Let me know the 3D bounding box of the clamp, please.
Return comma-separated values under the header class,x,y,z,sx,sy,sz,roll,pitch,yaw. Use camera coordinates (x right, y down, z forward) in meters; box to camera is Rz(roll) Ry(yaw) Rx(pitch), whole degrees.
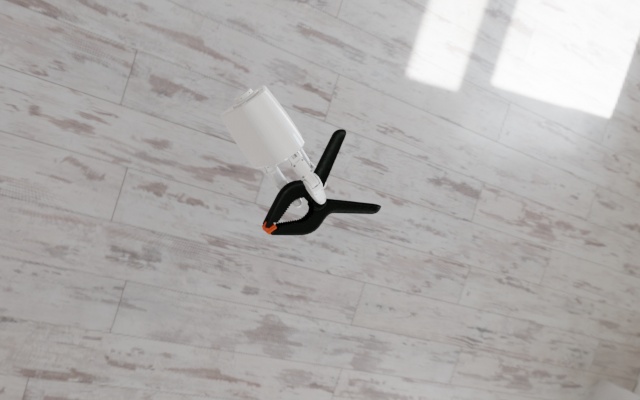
class,x,y,z,sx,sy,sz,roll,pitch,yaw
clamp,0.000,0.003,0.811,0.210,0.164,0.036,-39,20,-12
